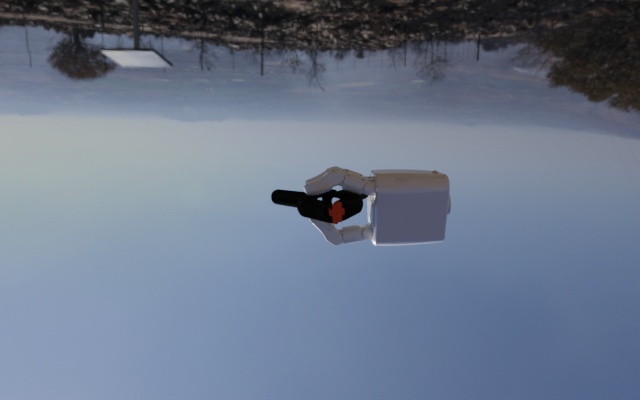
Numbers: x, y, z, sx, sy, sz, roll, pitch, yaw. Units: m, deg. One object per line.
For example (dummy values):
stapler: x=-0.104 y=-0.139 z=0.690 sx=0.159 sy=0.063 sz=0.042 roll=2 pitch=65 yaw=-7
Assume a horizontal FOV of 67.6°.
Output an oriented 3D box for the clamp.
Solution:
clamp: x=0.000 y=0.003 z=0.717 sx=0.164 sy=0.036 sz=0.210 roll=-4 pitch=9 yaw=1
